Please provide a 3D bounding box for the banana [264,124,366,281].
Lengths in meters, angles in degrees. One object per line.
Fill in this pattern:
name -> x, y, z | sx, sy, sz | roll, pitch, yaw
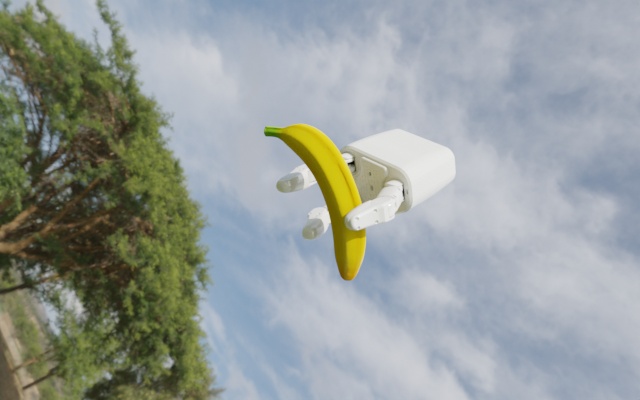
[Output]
banana -> 0.010, -0.007, 0.524 | 0.070, 0.198, 0.037 | -25, 3, 45
